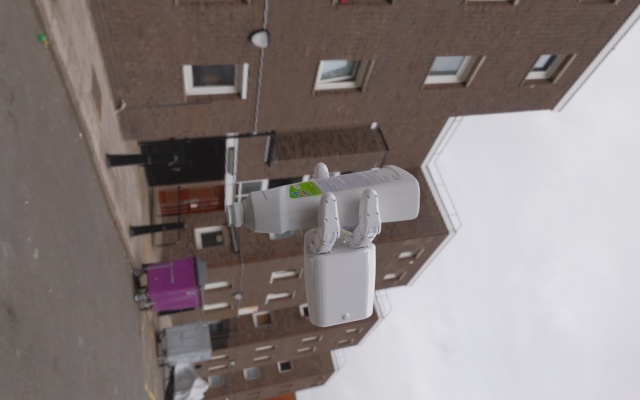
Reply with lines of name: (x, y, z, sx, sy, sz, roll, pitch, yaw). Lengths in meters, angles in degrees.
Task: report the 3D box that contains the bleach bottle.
bleach bottle: (0.000, 0.002, 0.642, 0.251, 0.068, 0.102, -7, 18, -16)
